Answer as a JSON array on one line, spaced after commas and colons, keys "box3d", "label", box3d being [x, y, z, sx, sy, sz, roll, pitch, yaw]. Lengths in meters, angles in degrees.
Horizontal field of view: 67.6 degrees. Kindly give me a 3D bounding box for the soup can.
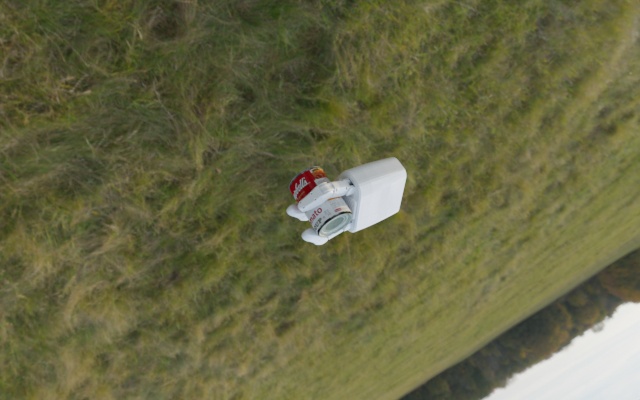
[{"box3d": [0.000, 0.003, 0.803, 0.068, 0.102, 0.068, -27, -25, -14], "label": "soup can"}]
